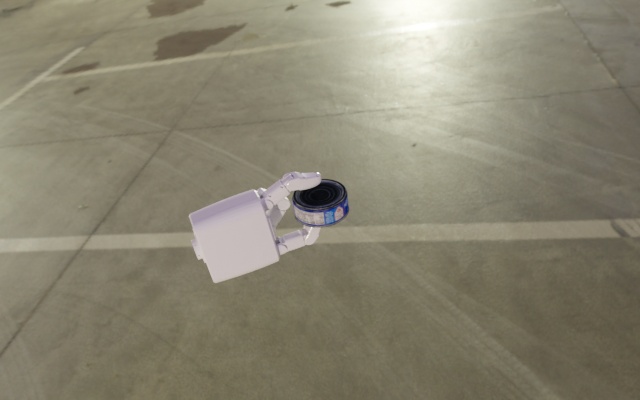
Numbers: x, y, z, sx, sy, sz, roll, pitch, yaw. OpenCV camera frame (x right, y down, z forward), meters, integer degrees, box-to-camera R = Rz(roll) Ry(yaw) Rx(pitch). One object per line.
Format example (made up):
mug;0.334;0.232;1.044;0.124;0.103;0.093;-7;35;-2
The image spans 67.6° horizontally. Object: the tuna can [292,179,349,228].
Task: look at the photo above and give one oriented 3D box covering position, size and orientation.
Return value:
tuna can;0.000;0.002;0.729;0.086;0.034;0.086;-5;35;3
